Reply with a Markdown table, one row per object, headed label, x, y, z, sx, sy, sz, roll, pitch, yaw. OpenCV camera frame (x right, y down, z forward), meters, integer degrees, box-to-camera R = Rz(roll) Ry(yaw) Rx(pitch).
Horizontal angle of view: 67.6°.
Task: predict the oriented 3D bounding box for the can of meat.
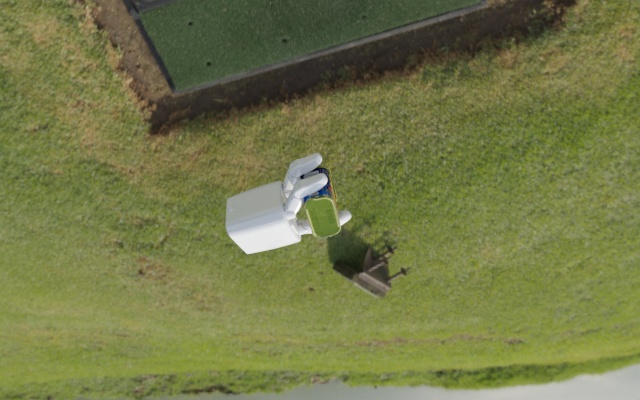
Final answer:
| label | x | y | z | sx | sy | sz | roll | pitch | yaw |
| --- | --- | --- | --- | --- | --- | --- | --- | --- | --- |
| can of meat | 0.000 | 0.003 | 0.833 | 0.057 | 0.102 | 0.083 | -12 | 42 | 4 |
